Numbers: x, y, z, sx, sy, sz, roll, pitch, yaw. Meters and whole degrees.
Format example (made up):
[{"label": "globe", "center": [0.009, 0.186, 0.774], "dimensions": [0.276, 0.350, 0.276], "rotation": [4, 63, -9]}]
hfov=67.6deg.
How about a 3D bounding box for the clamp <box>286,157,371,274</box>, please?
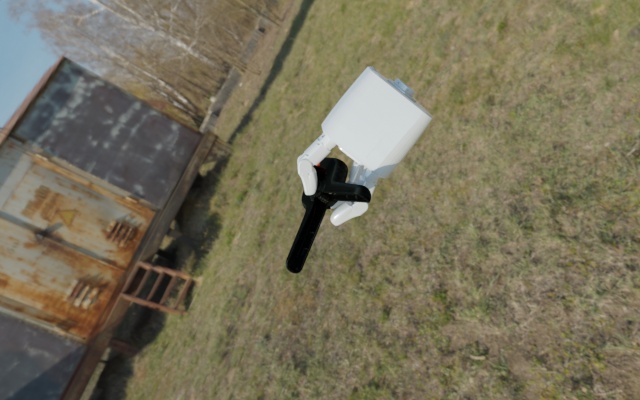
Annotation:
[{"label": "clamp", "center": [0.000, 0.001, 0.708], "dimensions": [0.036, 0.164, 0.210], "rotation": [34, 19, -21]}]
